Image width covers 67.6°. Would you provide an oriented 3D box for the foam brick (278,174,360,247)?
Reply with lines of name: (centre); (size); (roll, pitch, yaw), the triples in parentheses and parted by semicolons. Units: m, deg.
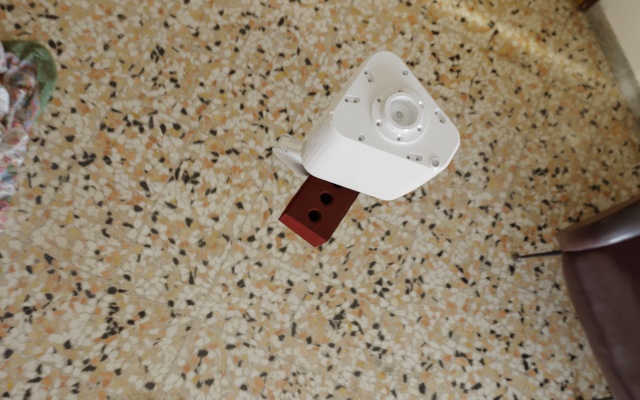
foam brick: (0.000, 0.002, 0.503); (0.053, 0.078, 0.051); (35, -16, -6)
